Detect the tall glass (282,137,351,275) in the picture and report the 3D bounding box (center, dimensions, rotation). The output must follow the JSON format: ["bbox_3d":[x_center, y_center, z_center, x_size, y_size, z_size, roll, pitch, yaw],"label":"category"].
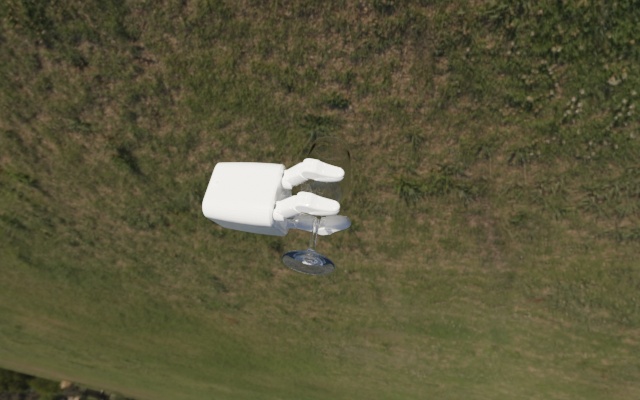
[{"bbox_3d":[0.000,0.003,0.703,0.079,0.201,0.079,9,-30,5],"label":"tall glass"}]
